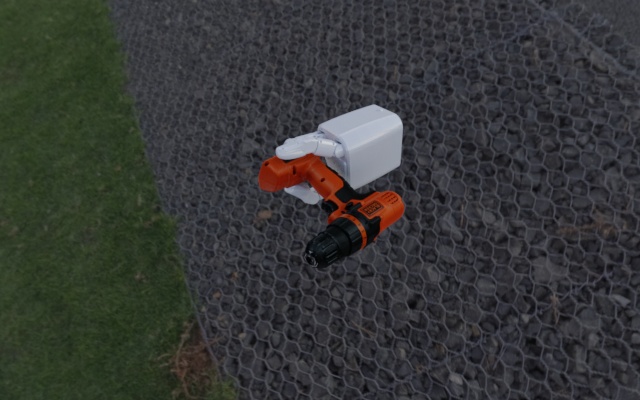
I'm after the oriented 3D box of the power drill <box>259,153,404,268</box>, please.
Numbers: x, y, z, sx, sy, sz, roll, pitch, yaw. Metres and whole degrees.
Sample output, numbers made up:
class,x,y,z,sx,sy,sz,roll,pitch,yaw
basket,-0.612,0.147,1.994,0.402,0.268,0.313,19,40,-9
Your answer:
class,x,y,z,sx,sy,sz,roll,pitch,yaw
power drill,0.000,0.002,0.676,0.187,0.057,0.184,39,45,25
